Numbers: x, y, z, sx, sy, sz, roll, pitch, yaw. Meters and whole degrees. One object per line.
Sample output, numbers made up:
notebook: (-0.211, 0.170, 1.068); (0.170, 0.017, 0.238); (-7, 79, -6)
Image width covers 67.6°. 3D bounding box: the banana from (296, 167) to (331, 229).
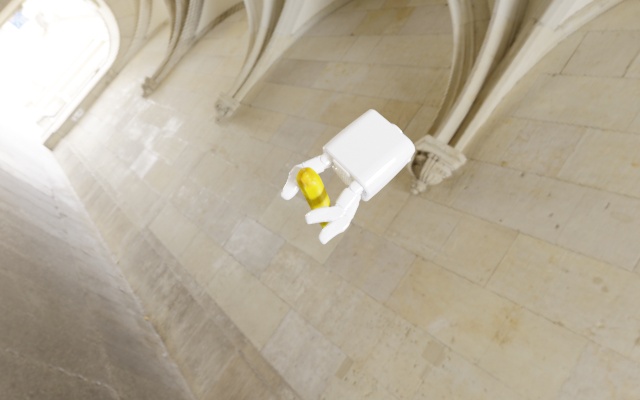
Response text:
banana: (-0.007, -0.009, 0.775); (0.037, 0.069, 0.198); (-29, -33, -2)
